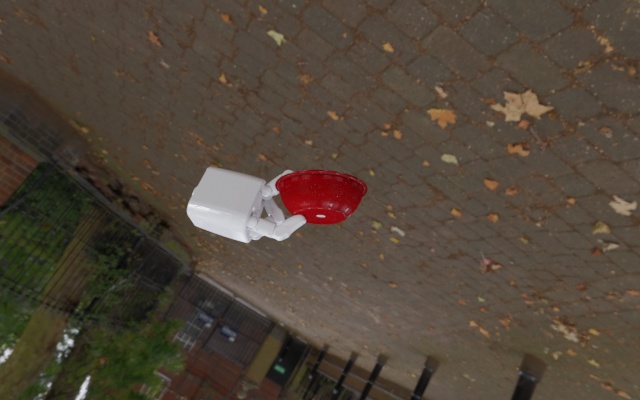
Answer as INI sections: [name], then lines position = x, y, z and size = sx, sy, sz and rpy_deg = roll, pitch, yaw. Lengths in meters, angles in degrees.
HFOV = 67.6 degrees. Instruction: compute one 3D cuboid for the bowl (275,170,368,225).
[bowl]
position = 0.001, 0.003, 0.823
size = 0.162, 0.055, 0.162
rpy_deg = 2, -20, 1
